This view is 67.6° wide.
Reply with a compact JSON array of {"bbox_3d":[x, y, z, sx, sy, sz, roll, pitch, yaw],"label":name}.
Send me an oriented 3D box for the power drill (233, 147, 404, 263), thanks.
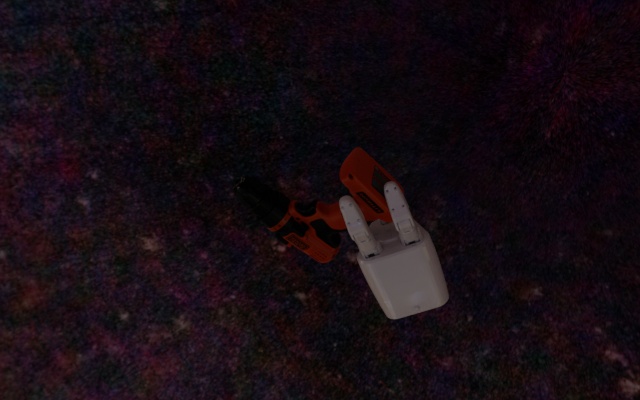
[{"bbox_3d":[0.001,0.002,0.632,0.184,0.057,0.188,38,-44,-28],"label":"power drill"}]
